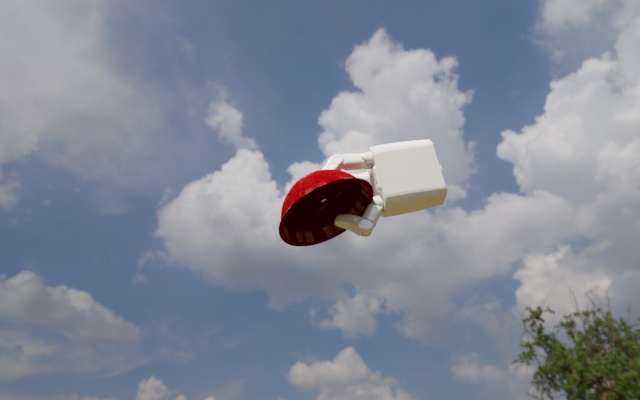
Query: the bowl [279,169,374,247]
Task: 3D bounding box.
[{"bbox_3d":[-0.001,0.002,0.747,0.162,0.055,0.162,-21,-32,-14],"label":"bowl"}]
